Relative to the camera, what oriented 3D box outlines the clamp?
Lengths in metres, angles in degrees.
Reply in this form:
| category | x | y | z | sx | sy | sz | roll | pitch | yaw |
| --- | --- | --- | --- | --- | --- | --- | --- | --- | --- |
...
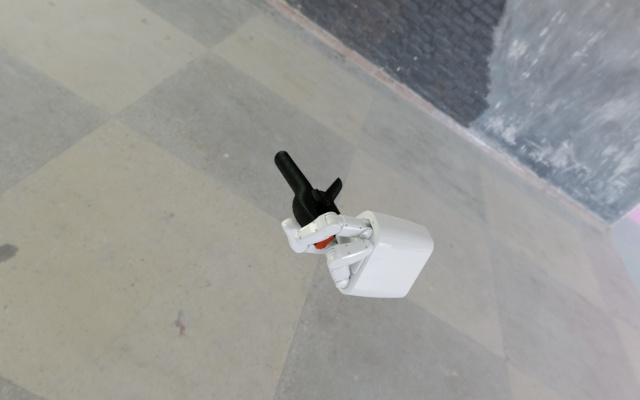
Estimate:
| category | x | y | z | sx | sy | sz | roll | pitch | yaw |
| --- | --- | --- | --- | --- | --- | --- | --- | --- | --- |
| clamp | 0.000 | 0.002 | 0.683 | 0.120 | 0.171 | 0.039 | 13 | -49 | -32 |
